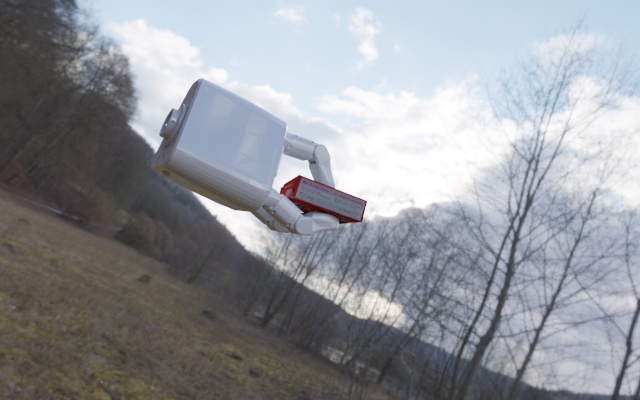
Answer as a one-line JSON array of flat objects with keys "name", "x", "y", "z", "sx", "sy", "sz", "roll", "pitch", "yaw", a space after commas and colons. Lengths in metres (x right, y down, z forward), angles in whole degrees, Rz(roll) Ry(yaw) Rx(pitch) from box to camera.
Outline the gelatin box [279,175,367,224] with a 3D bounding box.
[{"name": "gelatin box", "x": 0.001, "y": 0.002, "z": 0.565, "sx": 0.089, "sy": 0.030, "sz": 0.073, "roll": 19, "pitch": -10, "yaw": -15}]
